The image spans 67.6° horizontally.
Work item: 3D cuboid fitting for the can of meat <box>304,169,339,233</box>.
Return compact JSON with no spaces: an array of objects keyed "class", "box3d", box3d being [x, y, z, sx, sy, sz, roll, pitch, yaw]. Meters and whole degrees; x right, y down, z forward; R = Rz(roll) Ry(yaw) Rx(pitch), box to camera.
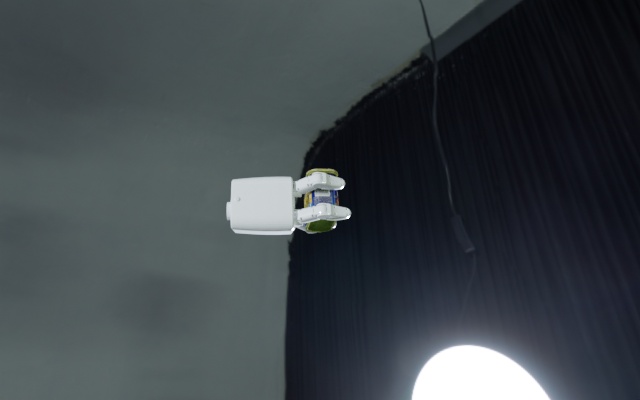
[{"class":"can of meat","box3d":[0.000,0.003,0.870,0.057,0.084,0.102,1,-25,-9]}]
